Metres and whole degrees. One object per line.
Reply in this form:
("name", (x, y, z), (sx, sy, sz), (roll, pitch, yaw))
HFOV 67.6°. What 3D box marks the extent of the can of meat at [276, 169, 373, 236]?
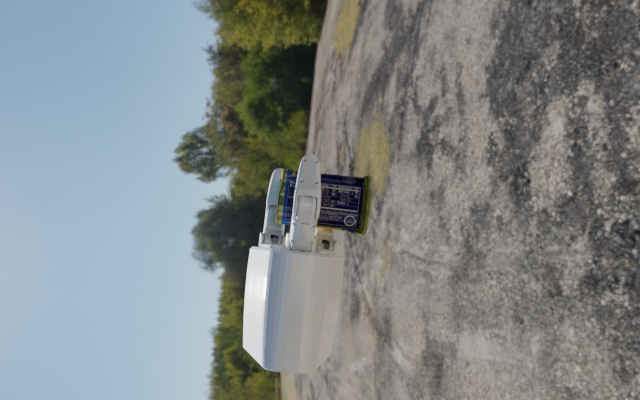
("can of meat", (0.000, 0.001, 0.474), (0.084, 0.057, 0.102), (6, -3, -4))
